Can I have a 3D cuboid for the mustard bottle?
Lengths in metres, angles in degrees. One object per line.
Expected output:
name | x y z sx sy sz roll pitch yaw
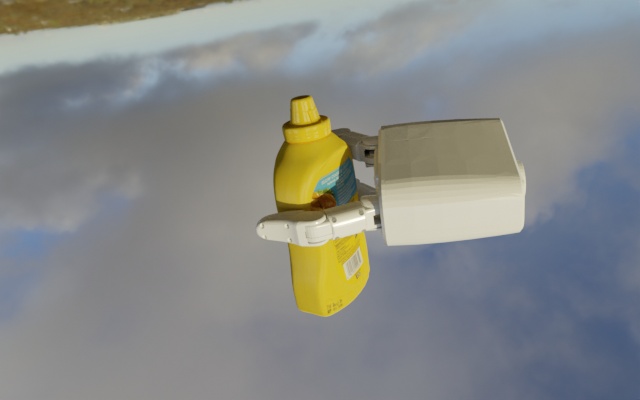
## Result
mustard bottle | 0.000 0.002 0.432 0.058 0.192 0.096 7 29 33
